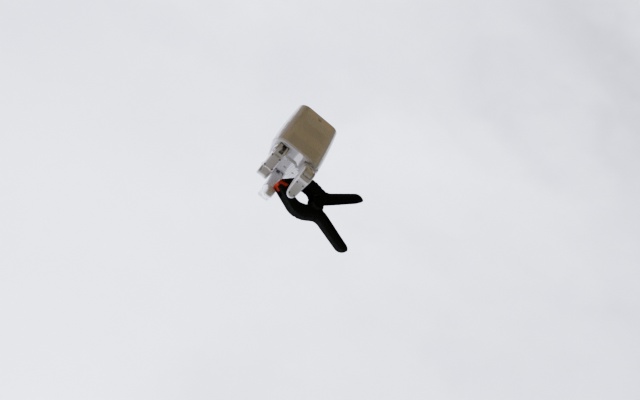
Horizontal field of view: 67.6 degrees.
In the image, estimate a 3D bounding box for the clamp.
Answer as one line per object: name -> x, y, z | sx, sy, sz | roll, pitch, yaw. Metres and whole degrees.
clamp -> 0.000, 0.003, 0.857 | 0.171, 0.120, 0.039 | 38, -37, -13
